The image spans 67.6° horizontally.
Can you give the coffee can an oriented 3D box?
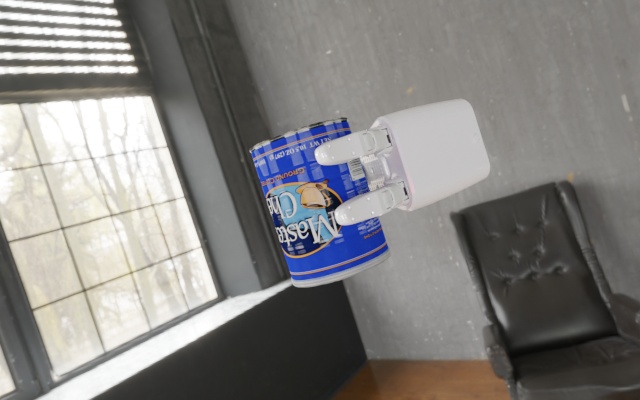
[{"bbox_3d":[0.000,0.002,0.473,0.103,0.140,0.103,-18,2,1],"label":"coffee can"}]
